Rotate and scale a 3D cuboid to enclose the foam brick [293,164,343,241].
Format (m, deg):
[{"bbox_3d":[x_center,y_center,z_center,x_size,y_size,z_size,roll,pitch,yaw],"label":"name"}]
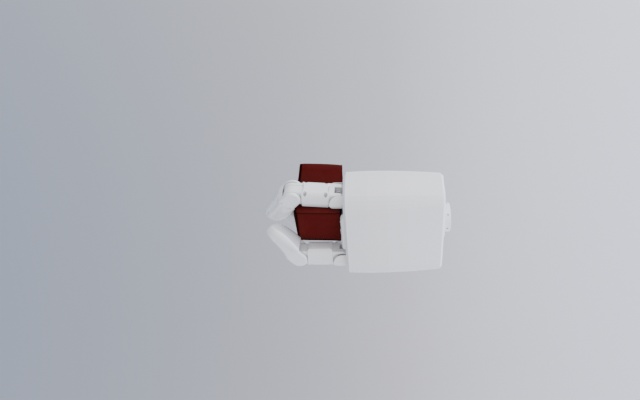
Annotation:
[{"bbox_3d":[0.000,0.002,0.558,0.051,0.078,0.053,0,-40,6],"label":"foam brick"}]
